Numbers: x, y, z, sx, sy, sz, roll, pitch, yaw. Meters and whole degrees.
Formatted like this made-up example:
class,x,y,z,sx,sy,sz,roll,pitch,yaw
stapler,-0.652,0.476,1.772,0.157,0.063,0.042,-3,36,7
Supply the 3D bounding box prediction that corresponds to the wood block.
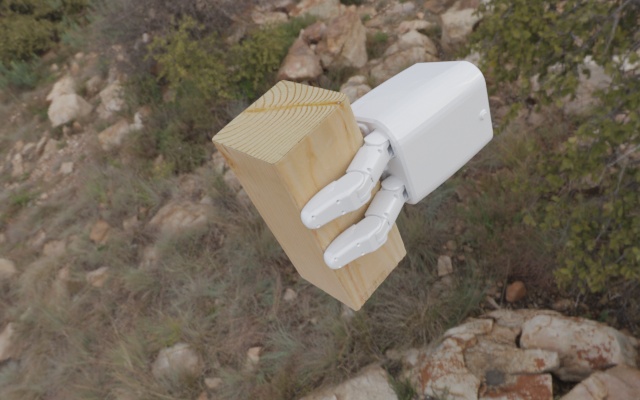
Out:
class,x,y,z,sx,sy,sz,roll,pitch,yaw
wood block,0.000,0.001,0.459,0.090,0.206,0.090,25,62,43
